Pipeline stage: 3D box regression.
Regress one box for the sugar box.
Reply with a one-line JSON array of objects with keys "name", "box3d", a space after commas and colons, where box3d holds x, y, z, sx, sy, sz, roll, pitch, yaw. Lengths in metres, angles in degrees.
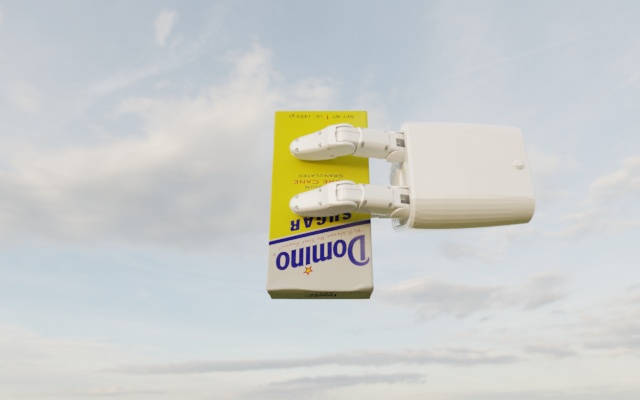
[{"name": "sugar box", "box3d": [0.000, 0.001, 0.445, 0.093, 0.176, 0.048, -1, -24, 1]}]
